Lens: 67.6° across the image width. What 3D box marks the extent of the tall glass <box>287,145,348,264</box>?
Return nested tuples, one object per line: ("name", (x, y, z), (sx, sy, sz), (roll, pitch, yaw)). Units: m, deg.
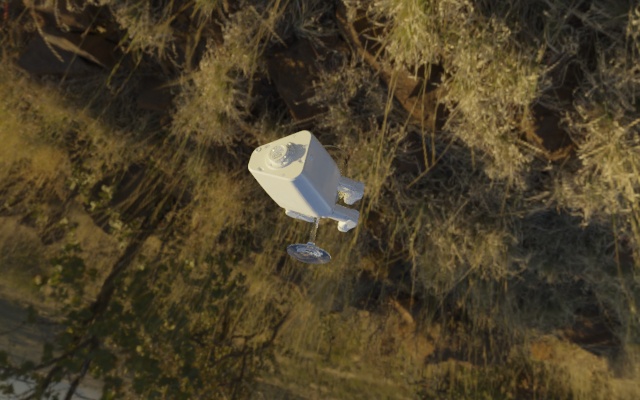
("tall glass", (0.000, 0.003, 0.826), (0.079, 0.201, 0.079), (10, -28, 6))
